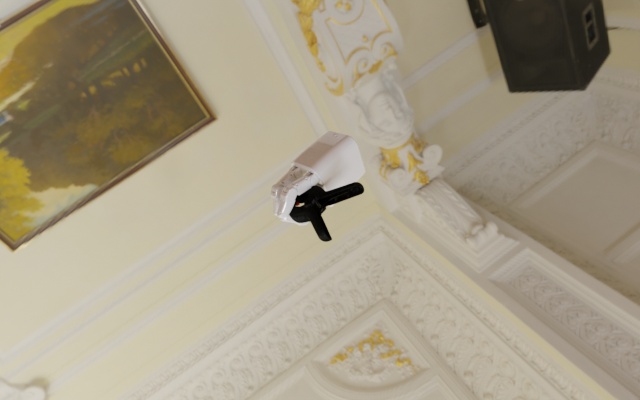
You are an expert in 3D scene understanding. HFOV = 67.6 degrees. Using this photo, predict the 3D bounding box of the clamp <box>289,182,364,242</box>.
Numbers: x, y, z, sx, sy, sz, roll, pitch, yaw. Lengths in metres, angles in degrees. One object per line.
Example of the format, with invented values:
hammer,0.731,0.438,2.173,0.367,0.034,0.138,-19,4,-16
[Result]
clamp,0.000,0.003,0.857,0.120,0.039,0.171,-45,36,-15
